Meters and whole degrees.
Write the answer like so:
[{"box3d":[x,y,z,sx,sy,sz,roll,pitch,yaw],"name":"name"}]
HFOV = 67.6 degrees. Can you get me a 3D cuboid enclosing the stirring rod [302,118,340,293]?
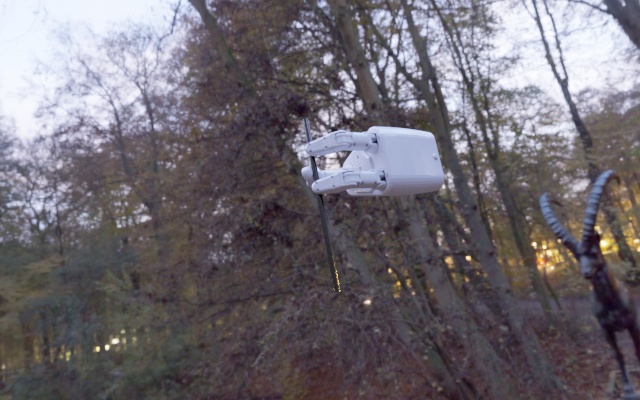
[{"box3d":[0.000,0.002,0.639,0.011,0.239,0.011,-10,-13,-2],"name":"stirring rod"}]
